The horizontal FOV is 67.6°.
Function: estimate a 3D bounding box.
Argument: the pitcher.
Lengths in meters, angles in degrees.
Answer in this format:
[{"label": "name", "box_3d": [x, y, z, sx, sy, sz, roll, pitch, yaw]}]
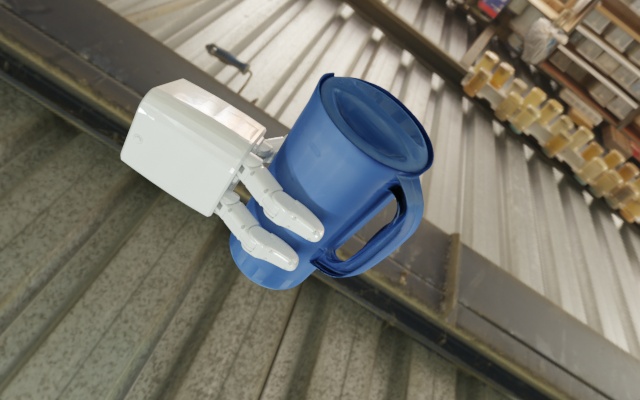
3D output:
[{"label": "pitcher", "box_3d": [0.000, 0.002, 0.511, 0.145, 0.243, 0.149, 33, 38, -8]}]
